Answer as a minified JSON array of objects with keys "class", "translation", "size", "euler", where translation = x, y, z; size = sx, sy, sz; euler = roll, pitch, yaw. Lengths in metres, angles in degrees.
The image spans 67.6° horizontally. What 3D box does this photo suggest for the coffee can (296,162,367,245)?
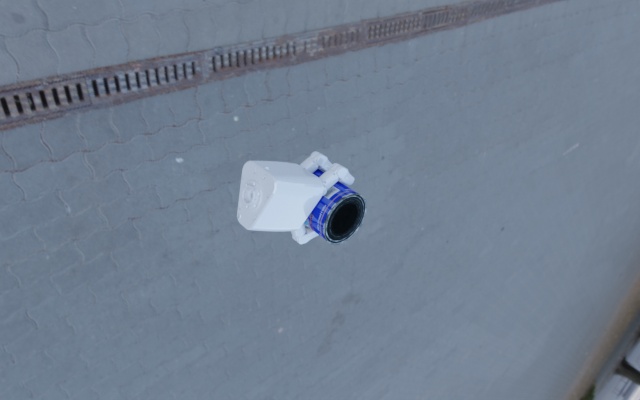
[{"class":"coffee can","translation":[0.000,0.003,0.876],"size":[0.103,0.103,0.140],"euler":[0,26,-46]}]
